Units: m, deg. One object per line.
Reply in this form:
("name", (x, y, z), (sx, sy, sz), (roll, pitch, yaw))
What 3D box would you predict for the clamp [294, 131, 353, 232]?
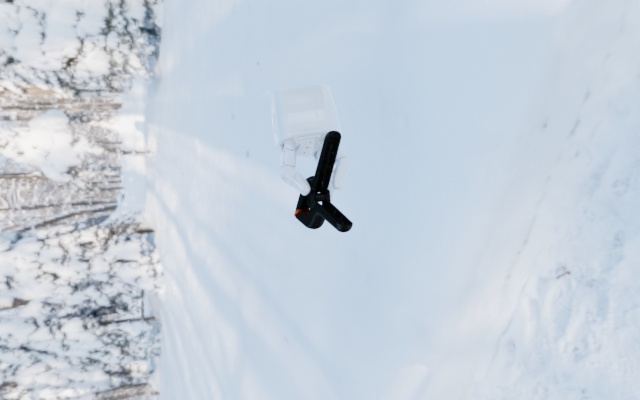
("clamp", (-0.001, 0.003, 0.811), (0.036, 0.164, 0.210), (1, -25, -21))
